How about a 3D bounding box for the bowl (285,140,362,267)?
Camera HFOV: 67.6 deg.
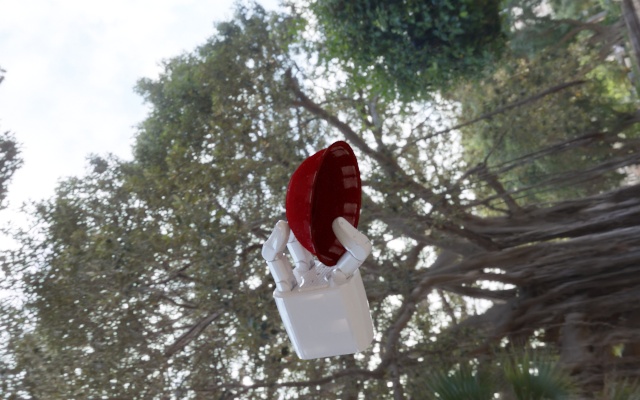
[{"bbox_3d":[0.000,0.001,0.619,0.055,0.162,0.162,6,2,25],"label":"bowl"}]
